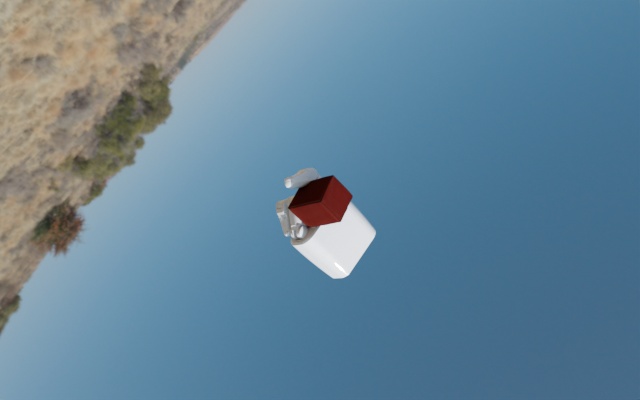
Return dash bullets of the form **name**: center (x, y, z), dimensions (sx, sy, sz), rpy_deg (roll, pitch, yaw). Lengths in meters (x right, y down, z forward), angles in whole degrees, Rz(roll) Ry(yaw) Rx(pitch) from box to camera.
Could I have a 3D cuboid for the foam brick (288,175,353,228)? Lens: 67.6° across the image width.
- **foam brick**: center (0.000, 0.002, 0.731), dimensions (0.078, 0.053, 0.051), rpy_deg (-13, -49, 48)
